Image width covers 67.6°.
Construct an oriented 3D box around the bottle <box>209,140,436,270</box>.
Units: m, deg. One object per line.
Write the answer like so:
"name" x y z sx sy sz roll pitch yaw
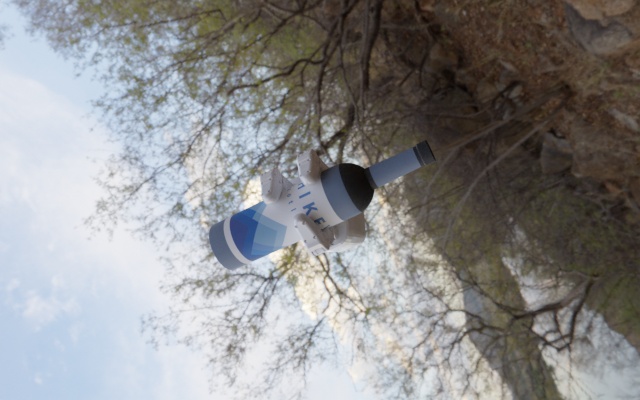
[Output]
"bottle" 0.000 0.002 0.593 0.296 0.069 0.069 -25 -8 16
